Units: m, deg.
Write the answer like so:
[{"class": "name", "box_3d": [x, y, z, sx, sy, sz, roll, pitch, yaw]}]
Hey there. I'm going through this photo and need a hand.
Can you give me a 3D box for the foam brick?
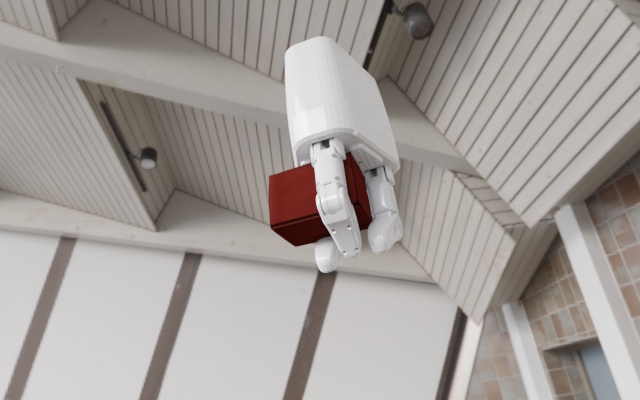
[{"class": "foam brick", "box_3d": [0.000, 0.001, 0.416, 0.078, 0.051, 0.053, -15, -28, 14]}]
